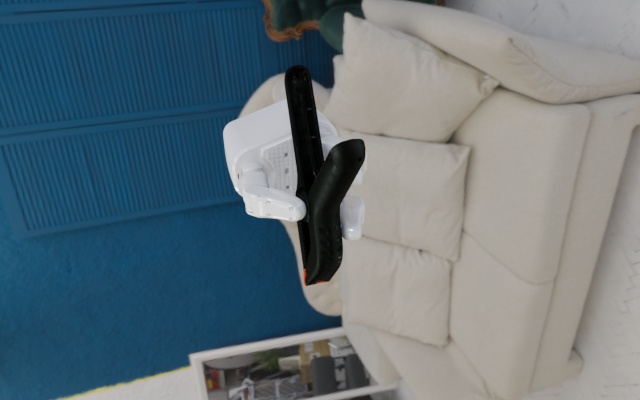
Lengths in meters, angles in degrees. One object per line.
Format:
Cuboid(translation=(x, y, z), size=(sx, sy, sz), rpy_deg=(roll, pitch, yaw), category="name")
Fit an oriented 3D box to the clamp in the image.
Cuboid(translation=(-0.001, 0.002, 0.426), size=(0.036, 0.210, 0.164), rpy_deg=(-8, 29, -13), category="clamp")
